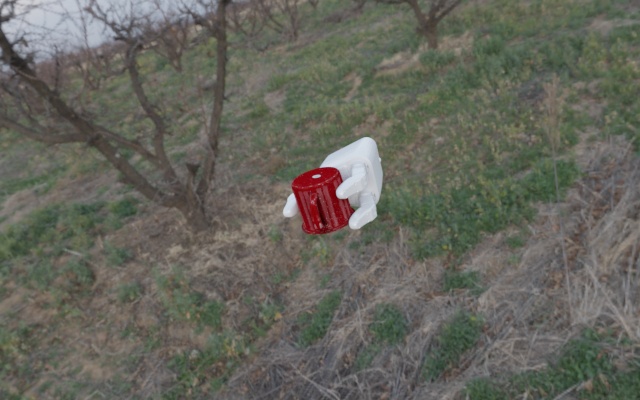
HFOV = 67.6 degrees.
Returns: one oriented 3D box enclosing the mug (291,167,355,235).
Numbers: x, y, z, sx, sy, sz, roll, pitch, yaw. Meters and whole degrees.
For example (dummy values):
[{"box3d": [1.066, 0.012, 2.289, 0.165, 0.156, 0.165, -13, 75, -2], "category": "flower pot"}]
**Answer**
[{"box3d": [0.000, 0.003, 0.759, 0.093, 0.081, 0.117, -11, 24, 16], "category": "mug"}]
